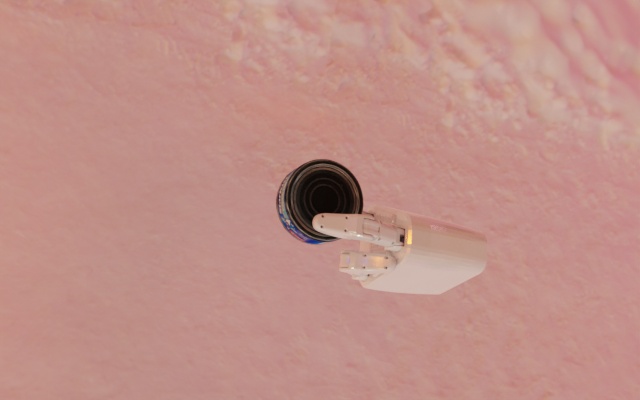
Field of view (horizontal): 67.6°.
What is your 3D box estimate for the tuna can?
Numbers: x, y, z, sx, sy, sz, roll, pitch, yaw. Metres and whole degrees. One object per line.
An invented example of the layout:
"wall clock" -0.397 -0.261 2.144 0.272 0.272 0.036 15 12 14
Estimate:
"tuna can" 0.000 0.002 0.488 0.086 0.086 0.034 0 -8 -20
